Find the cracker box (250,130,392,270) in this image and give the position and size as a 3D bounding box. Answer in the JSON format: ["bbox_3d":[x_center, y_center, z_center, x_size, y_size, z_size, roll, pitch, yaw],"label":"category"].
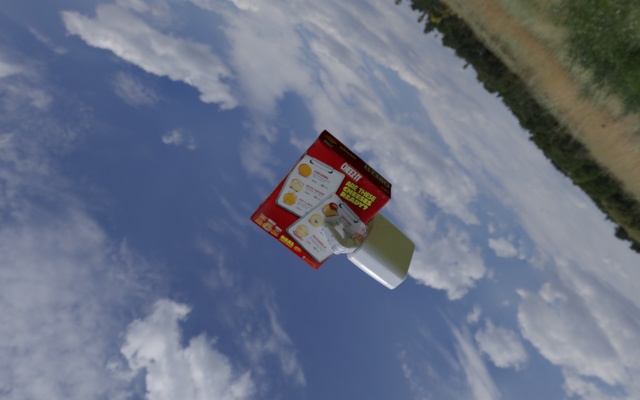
[{"bbox_3d":[0.000,0.003,0.878,0.164,0.214,0.072,39,27,-9],"label":"cracker box"}]
